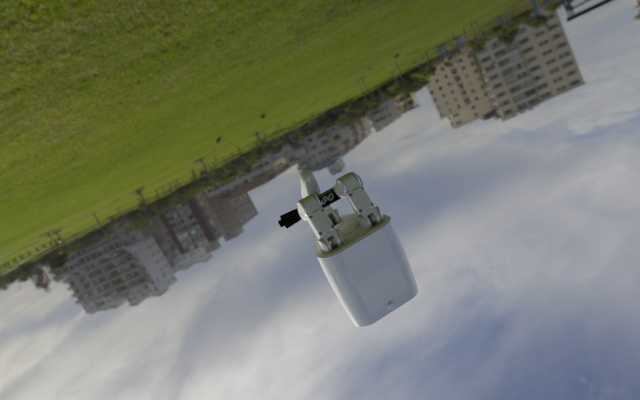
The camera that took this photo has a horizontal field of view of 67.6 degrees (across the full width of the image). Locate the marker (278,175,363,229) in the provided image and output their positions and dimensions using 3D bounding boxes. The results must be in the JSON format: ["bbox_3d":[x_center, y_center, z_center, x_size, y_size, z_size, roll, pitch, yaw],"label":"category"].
[{"bbox_3d":[0.000,0.002,0.616,0.121,0.020,0.020,-29,7,-12],"label":"marker"}]
